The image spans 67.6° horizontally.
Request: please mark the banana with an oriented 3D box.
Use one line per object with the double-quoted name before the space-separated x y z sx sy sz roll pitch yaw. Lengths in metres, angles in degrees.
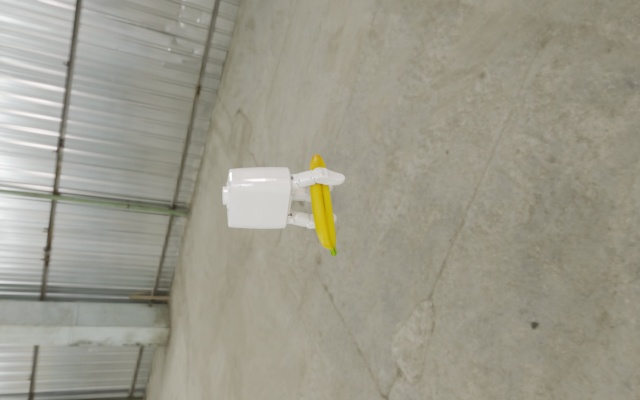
"banana" 0.001 0.003 0.878 0.037 0.197 0.069 -7 -11 -2
